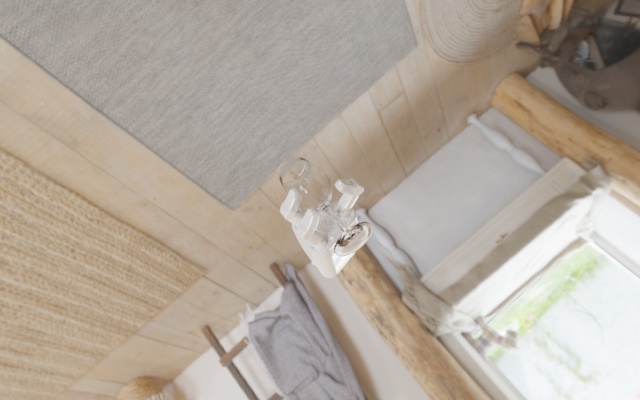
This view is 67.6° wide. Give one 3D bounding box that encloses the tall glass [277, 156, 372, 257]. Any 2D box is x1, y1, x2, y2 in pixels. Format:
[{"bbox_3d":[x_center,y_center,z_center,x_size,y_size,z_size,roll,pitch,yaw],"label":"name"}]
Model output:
[{"bbox_3d":[0.001,0.003,0.829,0.079,0.079,0.201,0,38,-43],"label":"tall glass"}]
